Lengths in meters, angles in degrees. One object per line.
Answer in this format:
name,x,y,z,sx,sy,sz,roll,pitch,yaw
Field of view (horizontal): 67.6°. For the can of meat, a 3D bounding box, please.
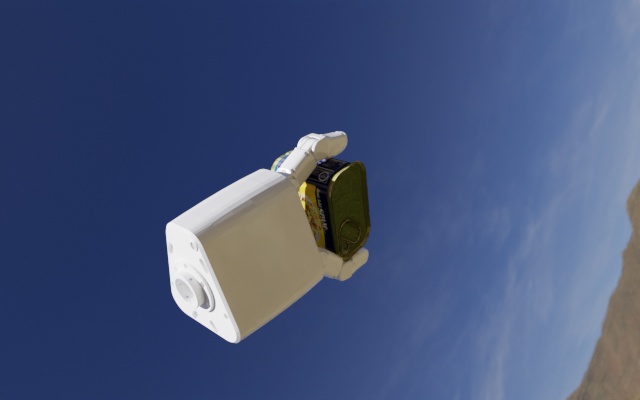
can of meat,0.000,0.001,0.499,0.084,0.102,0.057,18,41,36
